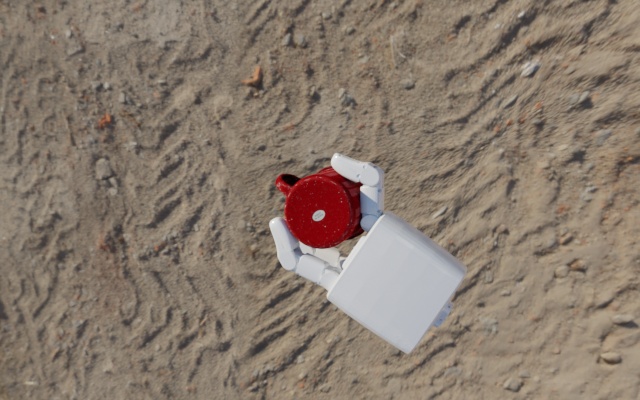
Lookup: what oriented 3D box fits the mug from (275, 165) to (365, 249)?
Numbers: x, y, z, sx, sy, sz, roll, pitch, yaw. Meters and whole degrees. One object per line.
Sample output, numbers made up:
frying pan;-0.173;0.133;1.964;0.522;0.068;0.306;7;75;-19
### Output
mug;-0.001;0.001;0.547;0.117;0.093;0.081;33;16;12
